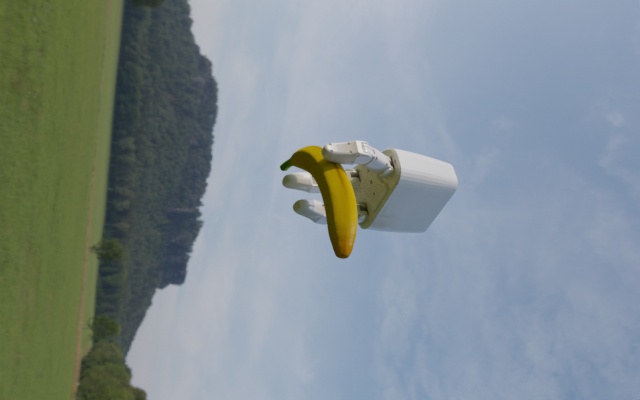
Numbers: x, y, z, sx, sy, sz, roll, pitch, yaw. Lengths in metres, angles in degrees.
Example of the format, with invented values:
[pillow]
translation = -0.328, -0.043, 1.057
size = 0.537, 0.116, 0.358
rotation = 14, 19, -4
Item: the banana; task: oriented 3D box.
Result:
[banana]
translation = 0.006, -0.015, 0.577
size = 0.037, 0.070, 0.197
rotation = 11, 29, -32
